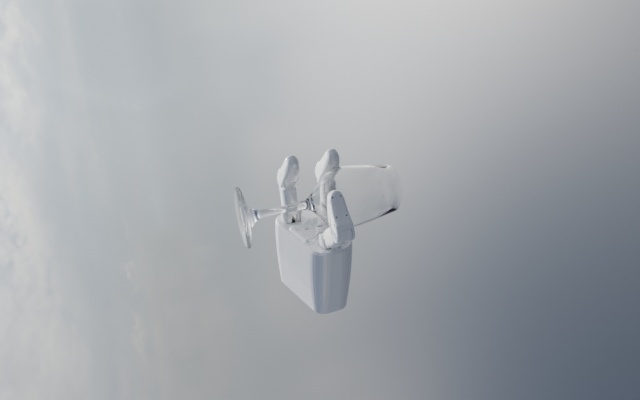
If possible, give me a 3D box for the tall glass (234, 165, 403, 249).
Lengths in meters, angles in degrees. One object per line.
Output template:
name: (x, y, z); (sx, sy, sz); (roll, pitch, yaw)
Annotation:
tall glass: (-0.001, 0.002, 0.591); (0.201, 0.079, 0.079); (-12, 4, -19)
